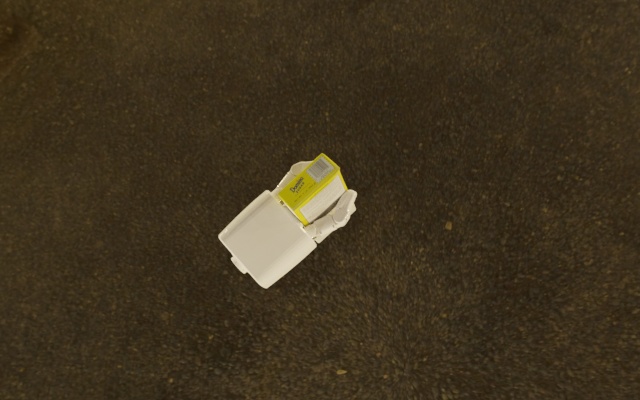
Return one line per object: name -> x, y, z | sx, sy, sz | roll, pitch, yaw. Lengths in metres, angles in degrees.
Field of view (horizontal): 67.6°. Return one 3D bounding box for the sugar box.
sugar box -> 0.000, 0.002, 0.767 | 0.093, 0.048, 0.176 | -42, -21, -6
